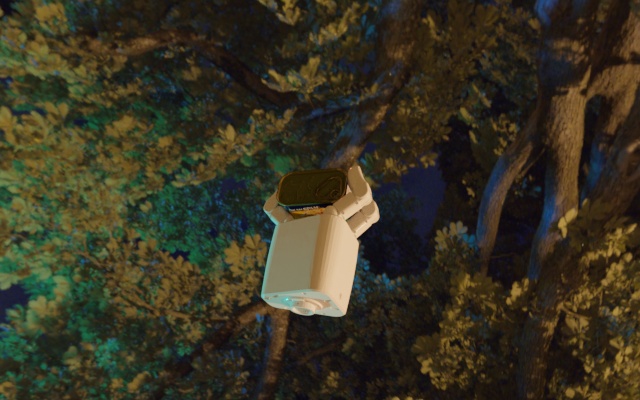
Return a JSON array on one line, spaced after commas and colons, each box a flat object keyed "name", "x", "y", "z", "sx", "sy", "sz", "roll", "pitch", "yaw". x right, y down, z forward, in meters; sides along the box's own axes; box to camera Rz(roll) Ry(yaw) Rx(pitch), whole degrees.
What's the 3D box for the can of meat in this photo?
[{"name": "can of meat", "x": 0.000, "y": 0.002, "z": 0.690, "sx": 0.102, "sy": 0.057, "sz": 0.084, "roll": -4, "pitch": -34, "yaw": 20}]
